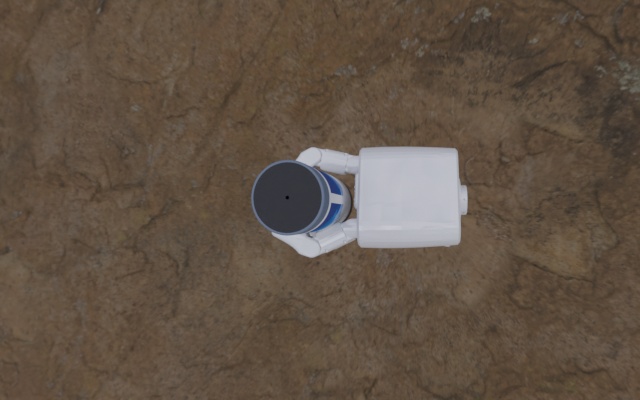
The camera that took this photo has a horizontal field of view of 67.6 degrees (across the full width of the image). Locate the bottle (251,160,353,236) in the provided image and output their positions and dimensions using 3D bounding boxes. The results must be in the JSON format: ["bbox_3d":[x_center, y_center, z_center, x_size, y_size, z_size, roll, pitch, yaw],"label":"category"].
[{"bbox_3d":[0.000,0.002,0.559,0.069,0.069,0.296,0,-2,11],"label":"bottle"}]
